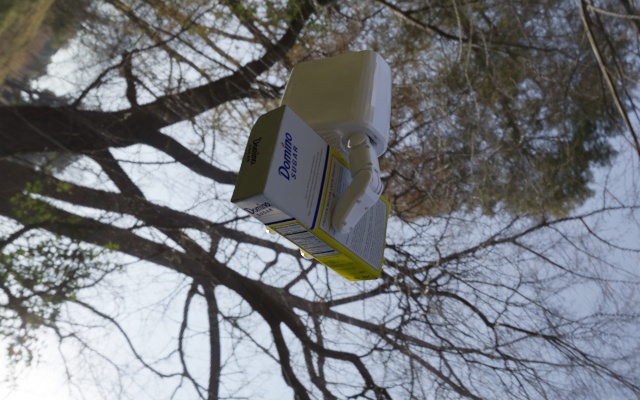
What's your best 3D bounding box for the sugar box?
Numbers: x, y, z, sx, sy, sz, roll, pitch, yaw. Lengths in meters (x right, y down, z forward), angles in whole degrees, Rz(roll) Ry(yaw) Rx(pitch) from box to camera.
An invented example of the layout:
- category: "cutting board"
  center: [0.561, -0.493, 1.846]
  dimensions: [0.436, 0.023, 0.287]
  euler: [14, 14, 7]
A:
- category: "sugar box"
  center: [0.000, 0.002, 0.451]
  dimensions: [0.048, 0.093, 0.176]
  euler: [-15, -39, 38]
